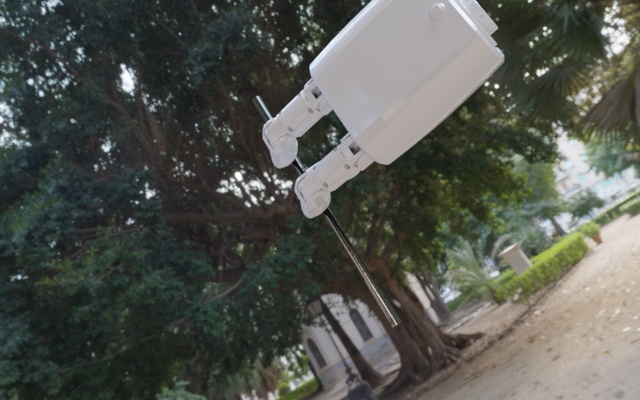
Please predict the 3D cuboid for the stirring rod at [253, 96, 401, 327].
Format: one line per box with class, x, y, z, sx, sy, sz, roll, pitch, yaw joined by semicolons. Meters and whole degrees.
stirring rod;0.000;0.001;0.414;0.011;0.239;0.011;-29;-18;-10
